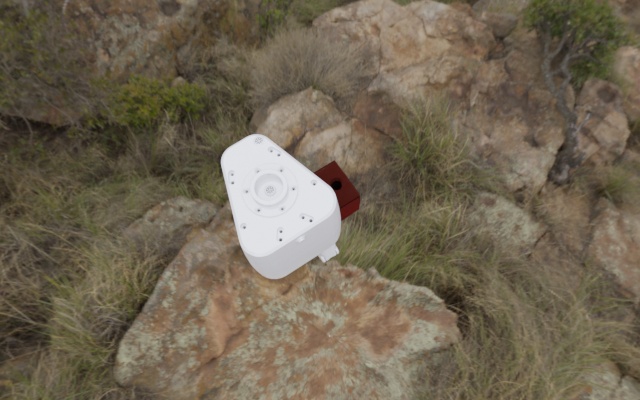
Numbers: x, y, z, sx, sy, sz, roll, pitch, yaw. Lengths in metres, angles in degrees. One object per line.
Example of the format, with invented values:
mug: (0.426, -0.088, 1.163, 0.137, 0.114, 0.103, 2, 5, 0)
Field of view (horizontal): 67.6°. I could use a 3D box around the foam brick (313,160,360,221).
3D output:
foam brick: (0.000, 0.002, 0.545, 0.078, 0.053, 0.051, -32, -18, -8)
